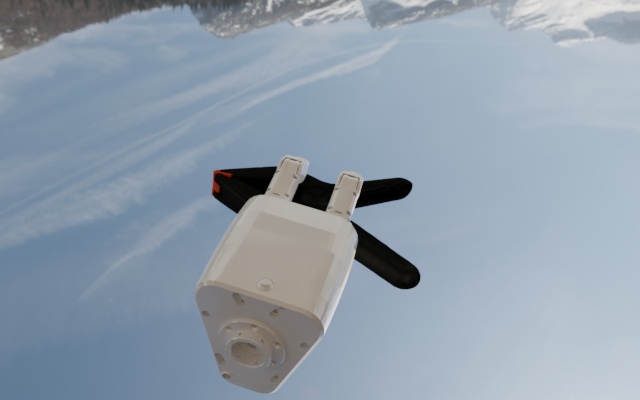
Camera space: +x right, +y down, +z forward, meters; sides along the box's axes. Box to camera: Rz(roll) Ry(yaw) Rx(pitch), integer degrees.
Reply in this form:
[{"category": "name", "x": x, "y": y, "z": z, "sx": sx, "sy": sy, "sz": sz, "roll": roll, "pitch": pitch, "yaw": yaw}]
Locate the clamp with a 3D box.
[{"category": "clamp", "x": -0.001, "y": 0.002, "z": 0.472, "sx": 0.210, "sy": 0.036, "sz": 0.164, "roll": 17, "pitch": 32, "yaw": 5}]
